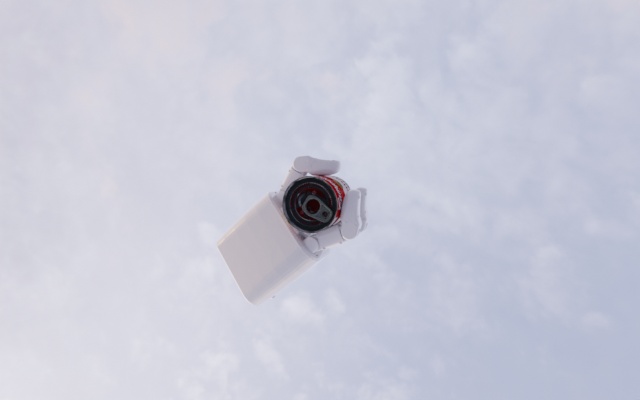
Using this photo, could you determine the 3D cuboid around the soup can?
[{"bbox_3d":[0.000,0.002,0.606,0.068,0.068,0.102,0,4,15],"label":"soup can"}]
